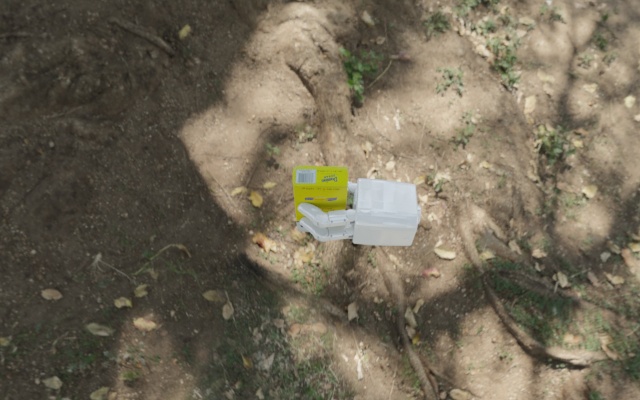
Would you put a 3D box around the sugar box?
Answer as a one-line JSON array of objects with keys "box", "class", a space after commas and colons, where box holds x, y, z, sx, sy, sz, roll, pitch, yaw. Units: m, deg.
[{"box": [0.000, 0.003, 0.862, 0.093, 0.048, 0.176, 2, -32, 2], "class": "sugar box"}]
